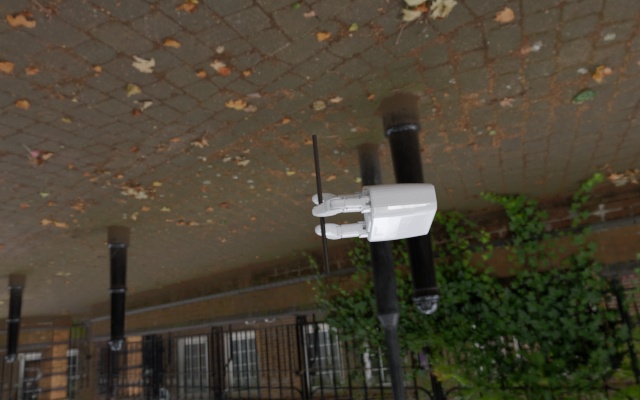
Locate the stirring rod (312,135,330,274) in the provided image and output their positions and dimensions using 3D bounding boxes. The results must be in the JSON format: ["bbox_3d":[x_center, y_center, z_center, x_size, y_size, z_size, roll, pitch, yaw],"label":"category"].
[{"bbox_3d":[0.000,0.003,0.801,0.011,0.239,0.011,-5,-15,-1],"label":"stirring rod"}]
